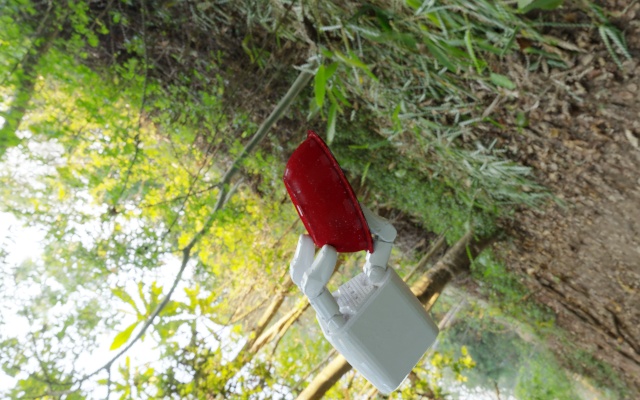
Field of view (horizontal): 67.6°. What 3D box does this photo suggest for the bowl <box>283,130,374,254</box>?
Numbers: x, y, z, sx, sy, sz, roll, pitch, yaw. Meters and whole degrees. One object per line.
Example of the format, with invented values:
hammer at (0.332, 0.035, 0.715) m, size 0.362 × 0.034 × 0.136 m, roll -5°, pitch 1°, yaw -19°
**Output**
bowl at (-0.001, 0.001, 0.558) m, size 0.055 × 0.162 × 0.162 m, roll -26°, pitch 3°, yaw -6°
